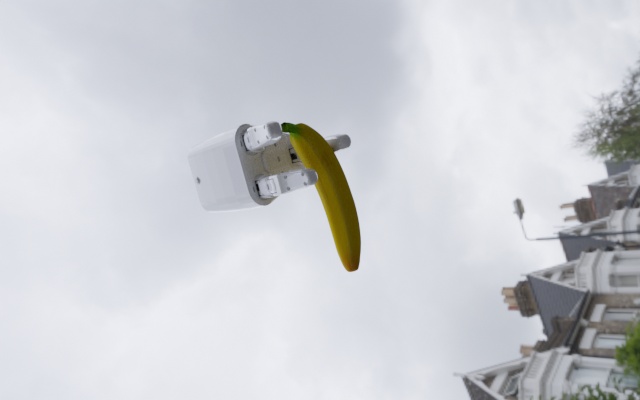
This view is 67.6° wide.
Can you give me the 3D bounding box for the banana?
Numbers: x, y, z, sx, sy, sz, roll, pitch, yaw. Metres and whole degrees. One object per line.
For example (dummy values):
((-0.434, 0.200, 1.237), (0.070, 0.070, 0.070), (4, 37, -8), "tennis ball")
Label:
((0.007, -0.011, 0.551), (0.037, 0.198, 0.069), (-9, 28, 37), "banana")
